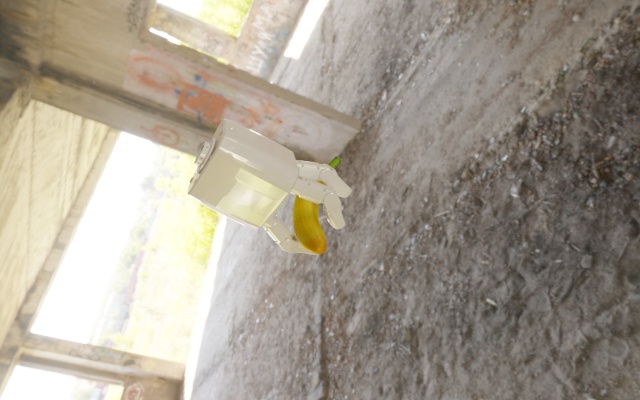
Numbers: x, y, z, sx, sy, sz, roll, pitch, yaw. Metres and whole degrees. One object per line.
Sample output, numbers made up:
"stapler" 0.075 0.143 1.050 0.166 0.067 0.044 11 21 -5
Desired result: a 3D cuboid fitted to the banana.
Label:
"banana" -0.012 0.009 0.693 0.037 0.197 0.070 35 -51 -23
